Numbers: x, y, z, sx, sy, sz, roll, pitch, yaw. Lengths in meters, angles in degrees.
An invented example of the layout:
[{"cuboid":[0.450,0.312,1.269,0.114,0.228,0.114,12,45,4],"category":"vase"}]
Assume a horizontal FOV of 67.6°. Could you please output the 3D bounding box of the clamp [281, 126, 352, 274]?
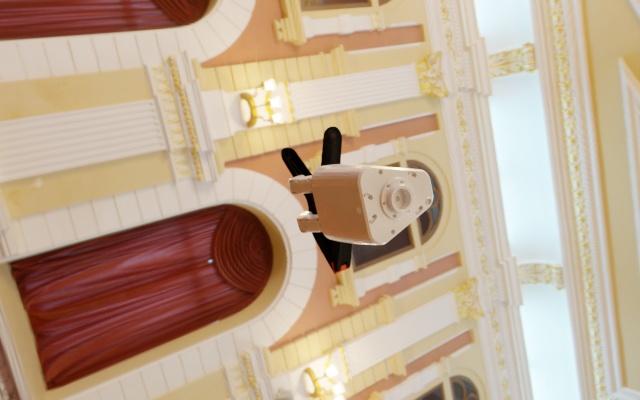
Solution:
[{"cuboid":[0.001,0.003,0.707,0.036,0.210,0.164,-16,10,-27],"category":"clamp"}]
